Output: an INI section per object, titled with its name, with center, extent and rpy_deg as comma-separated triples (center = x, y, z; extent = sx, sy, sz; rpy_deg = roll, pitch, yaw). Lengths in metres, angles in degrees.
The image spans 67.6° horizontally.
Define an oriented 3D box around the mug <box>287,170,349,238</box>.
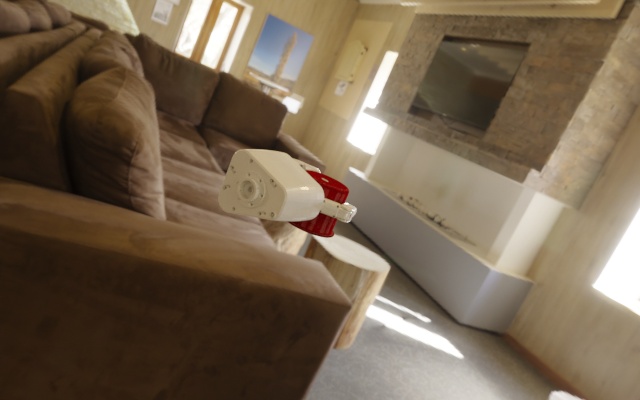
[mug]
center = 0.001, 0.002, 0.782
extent = 0.093, 0.081, 0.117
rpy_deg = 29, 13, 22
